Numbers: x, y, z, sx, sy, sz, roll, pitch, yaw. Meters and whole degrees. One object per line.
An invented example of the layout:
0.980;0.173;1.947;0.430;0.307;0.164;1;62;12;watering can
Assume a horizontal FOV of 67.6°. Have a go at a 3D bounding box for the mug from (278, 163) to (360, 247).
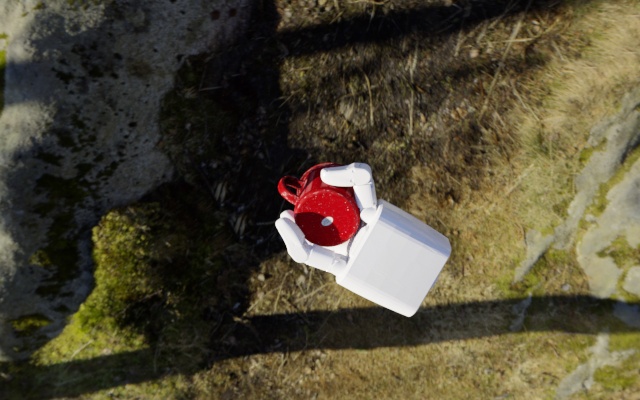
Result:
-0.001;0.001;0.615;0.117;0.093;0.081;28;23;-6;mug
